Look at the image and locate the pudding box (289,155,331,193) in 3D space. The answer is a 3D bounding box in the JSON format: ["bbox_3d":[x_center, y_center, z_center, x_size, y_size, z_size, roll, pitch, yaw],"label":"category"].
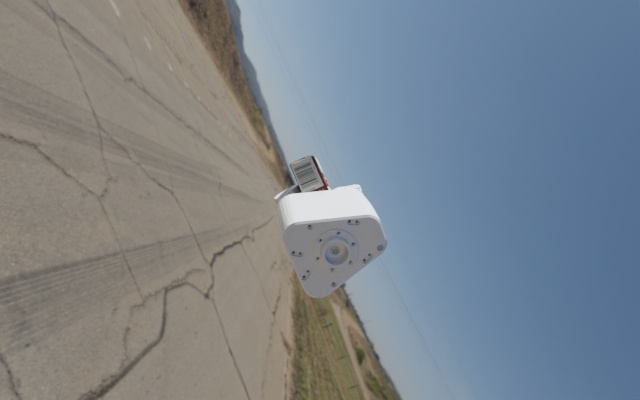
[{"bbox_3d":[0.000,0.002,0.663,0.039,0.113,0.090,-22,-12,2],"label":"pudding box"}]
